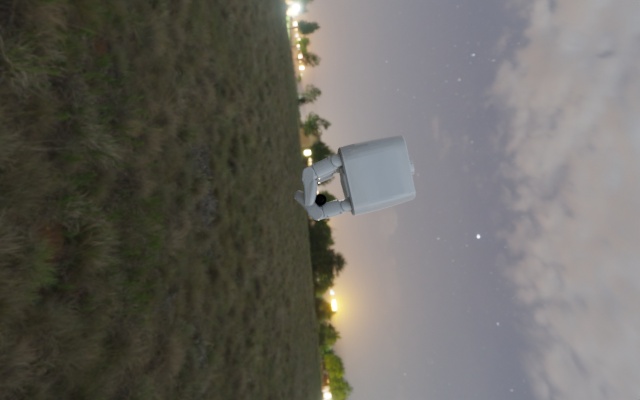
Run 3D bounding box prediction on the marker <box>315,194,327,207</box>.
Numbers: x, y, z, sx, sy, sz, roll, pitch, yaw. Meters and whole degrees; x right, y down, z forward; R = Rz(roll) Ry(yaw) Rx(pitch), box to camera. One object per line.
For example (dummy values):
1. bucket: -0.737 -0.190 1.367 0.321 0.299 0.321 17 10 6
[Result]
1. marker: 0.000 0.003 0.804 0.020 0.020 0.121 0 -4 0
